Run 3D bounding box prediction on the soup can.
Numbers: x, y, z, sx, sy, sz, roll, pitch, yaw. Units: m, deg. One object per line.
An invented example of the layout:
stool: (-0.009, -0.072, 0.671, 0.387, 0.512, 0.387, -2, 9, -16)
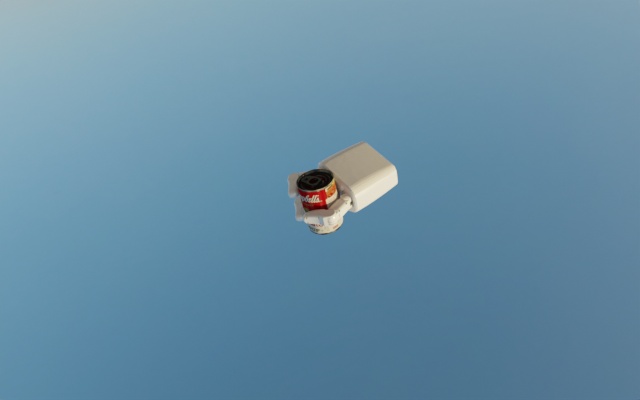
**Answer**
soup can: (0.000, 0.003, 0.865, 0.068, 0.102, 0.068, -9, 36, 7)
